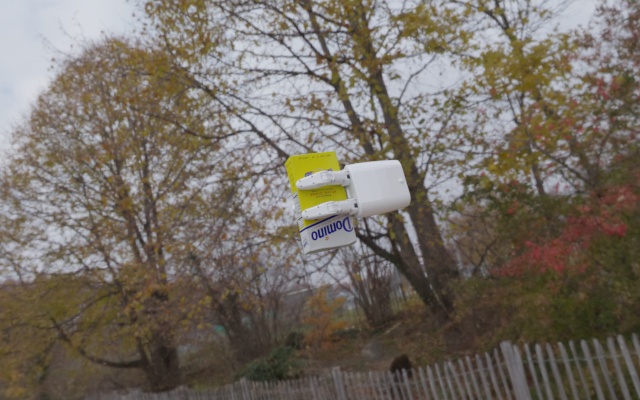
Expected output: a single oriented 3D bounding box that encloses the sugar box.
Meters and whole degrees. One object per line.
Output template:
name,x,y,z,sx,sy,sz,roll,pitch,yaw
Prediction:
sugar box,0.000,0.003,0.866,0.093,0.176,0.048,-10,-14,-20
